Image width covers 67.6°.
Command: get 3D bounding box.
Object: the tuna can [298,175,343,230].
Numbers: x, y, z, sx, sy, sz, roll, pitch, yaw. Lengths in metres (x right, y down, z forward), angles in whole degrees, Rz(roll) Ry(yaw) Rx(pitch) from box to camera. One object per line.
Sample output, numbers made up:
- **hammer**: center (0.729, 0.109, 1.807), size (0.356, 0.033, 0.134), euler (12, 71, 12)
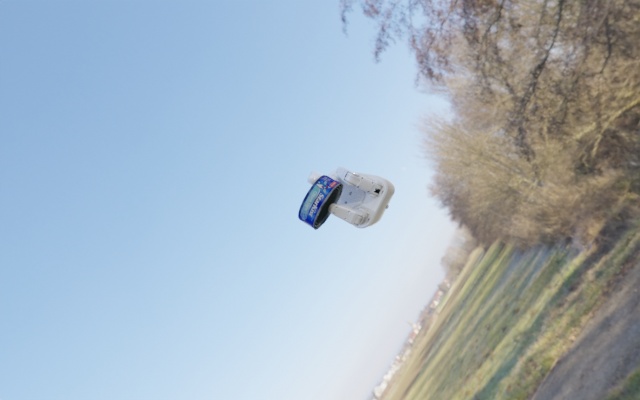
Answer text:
- **tuna can**: center (0.000, 0.002, 0.771), size (0.033, 0.086, 0.086), euler (31, 8, 13)
